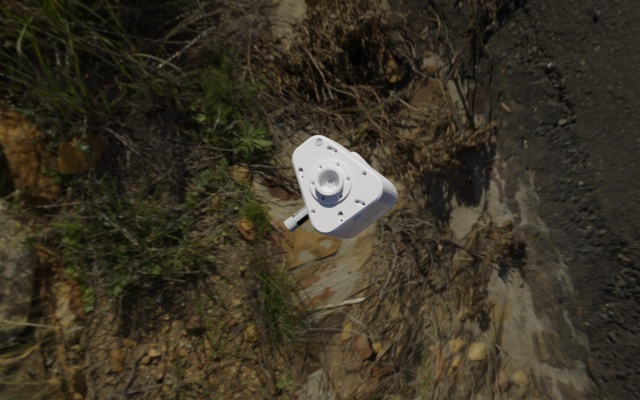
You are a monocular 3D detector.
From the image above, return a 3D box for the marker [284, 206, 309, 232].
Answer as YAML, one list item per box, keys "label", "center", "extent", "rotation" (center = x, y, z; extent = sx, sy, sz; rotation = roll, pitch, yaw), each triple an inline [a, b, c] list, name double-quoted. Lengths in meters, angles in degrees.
- label: "marker"
  center: [0.000, 0.002, 0.683]
  extent: [0.121, 0.020, 0.020]
  rotation: [-38, -8, 10]
